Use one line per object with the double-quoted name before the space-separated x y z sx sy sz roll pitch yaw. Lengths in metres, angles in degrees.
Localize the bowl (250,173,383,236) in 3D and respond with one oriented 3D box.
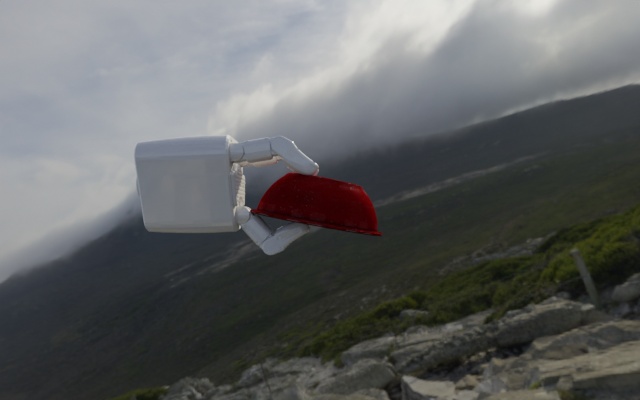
"bowl" 0.001 0.002 0.576 0.162 0.055 0.162 11 -1 0
